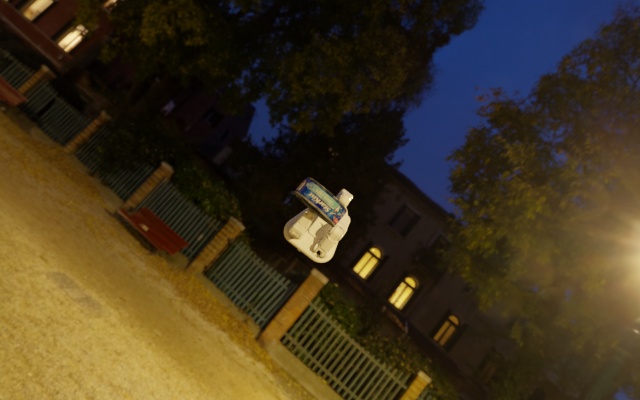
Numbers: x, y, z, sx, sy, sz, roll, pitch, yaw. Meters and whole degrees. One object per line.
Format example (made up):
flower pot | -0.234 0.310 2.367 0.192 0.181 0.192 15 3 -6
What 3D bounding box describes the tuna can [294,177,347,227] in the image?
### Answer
tuna can | 0.001 0.002 0.755 0.086 0.034 0.086 40 -6 5
